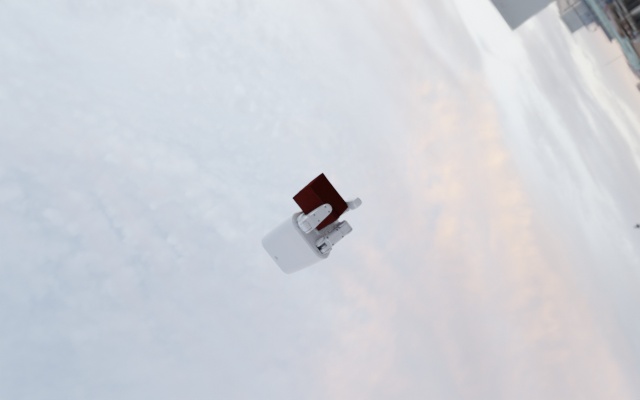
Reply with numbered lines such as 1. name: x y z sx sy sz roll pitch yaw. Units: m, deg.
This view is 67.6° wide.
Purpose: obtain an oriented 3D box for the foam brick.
1. foam brick: 0.000 0.002 0.834 0.051 0.078 0.053 -32 8 41
